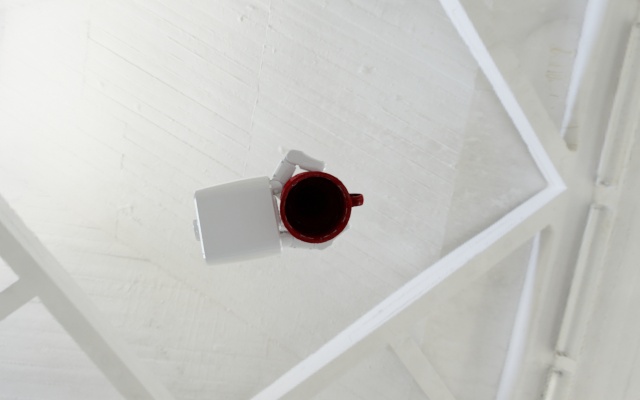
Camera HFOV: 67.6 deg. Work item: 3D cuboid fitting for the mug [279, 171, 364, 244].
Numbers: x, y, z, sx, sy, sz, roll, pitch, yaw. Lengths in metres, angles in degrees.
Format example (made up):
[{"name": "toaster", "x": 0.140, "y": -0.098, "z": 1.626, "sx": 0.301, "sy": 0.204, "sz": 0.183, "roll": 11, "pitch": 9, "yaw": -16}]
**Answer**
[{"name": "mug", "x": 0.001, "y": 0.002, "z": 0.645, "sx": 0.117, "sy": 0.093, "sz": 0.081, "roll": -9, "pitch": 9, "yaw": -8}]
